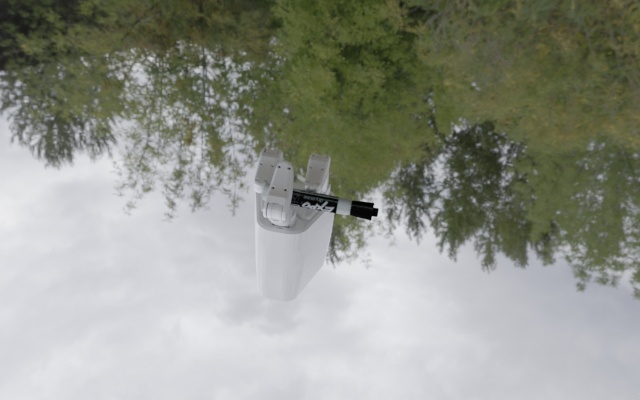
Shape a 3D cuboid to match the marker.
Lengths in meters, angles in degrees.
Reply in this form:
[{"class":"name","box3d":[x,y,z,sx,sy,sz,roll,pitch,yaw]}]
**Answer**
[{"class":"marker","box3d":[0.000,0.002,0.496,0.121,0.020,0.020,11,1,6]}]
